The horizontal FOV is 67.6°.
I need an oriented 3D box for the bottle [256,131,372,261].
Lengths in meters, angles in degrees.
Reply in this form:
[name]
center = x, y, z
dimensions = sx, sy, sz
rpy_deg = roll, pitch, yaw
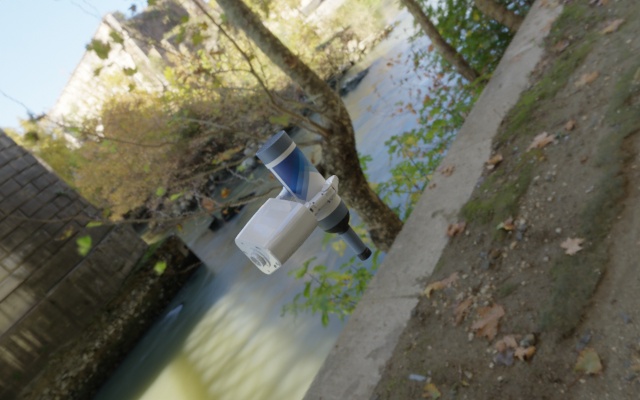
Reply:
[bottle]
center = 0.000, 0.003, 0.900
dimensions = 0.069, 0.296, 0.069
rpy_deg = -36, 18, 14
